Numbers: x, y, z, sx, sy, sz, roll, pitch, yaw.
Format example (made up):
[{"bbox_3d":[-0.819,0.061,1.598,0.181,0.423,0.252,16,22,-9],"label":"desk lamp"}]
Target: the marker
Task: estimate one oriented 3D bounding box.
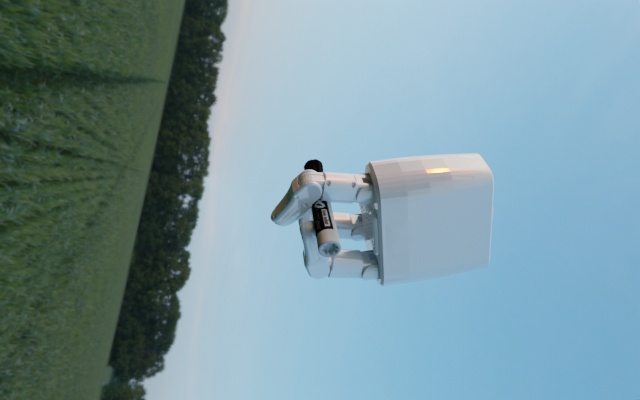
[{"bbox_3d":[0.000,0.001,0.428,0.020,0.020,0.121,0,39,-9],"label":"marker"}]
